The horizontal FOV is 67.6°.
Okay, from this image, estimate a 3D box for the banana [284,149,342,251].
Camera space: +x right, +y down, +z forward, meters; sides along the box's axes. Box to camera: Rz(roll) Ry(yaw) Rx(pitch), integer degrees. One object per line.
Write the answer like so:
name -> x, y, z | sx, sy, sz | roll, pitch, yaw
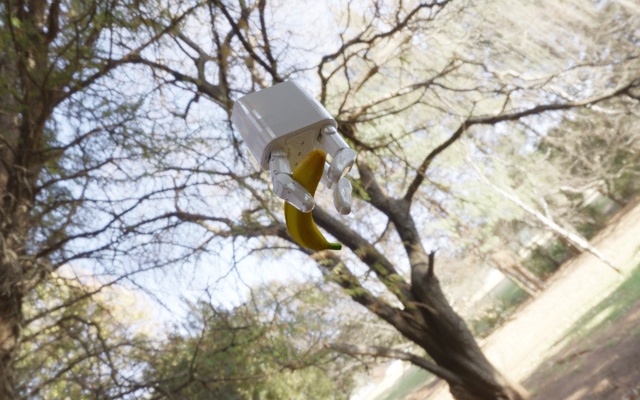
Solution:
banana -> -0.017, 0.011, 0.640 | 0.069, 0.037, 0.198 | -22, -40, -9
